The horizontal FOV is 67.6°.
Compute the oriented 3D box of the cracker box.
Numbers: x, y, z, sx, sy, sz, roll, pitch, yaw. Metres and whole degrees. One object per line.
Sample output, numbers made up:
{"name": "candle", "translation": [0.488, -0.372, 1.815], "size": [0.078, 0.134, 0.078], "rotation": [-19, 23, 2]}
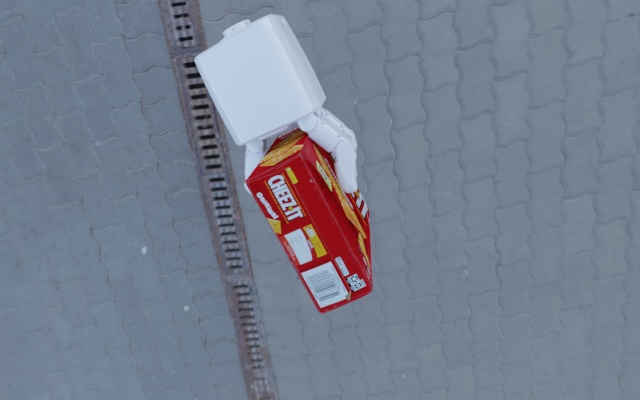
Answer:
{"name": "cracker box", "translation": [0.000, 0.002, 0.563], "size": [0.072, 0.164, 0.213], "rotation": [-24, 16, 13]}
